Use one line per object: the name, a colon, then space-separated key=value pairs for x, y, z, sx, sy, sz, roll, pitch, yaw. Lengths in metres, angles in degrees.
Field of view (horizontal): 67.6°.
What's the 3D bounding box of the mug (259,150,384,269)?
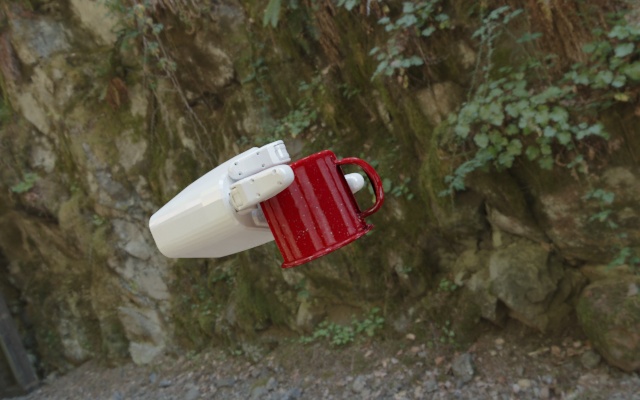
mug: x=0.001 y=0.001 z=0.432 sx=0.117 sy=0.081 sz=0.093 roll=-24 pitch=1 yaw=25
